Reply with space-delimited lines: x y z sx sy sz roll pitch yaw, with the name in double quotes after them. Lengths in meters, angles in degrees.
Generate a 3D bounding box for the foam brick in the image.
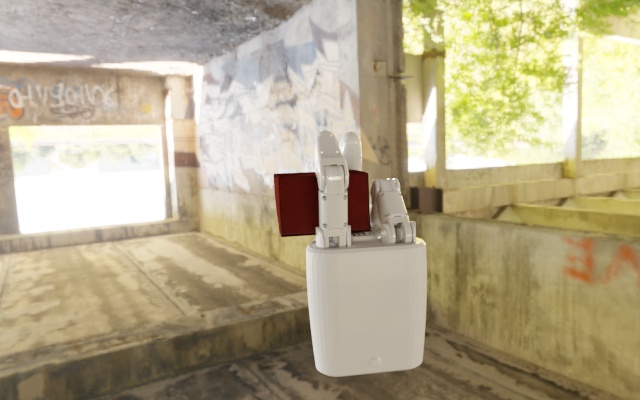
0.000 0.001 0.416 0.078 0.051 0.053 -3 7 -8 "foam brick"
